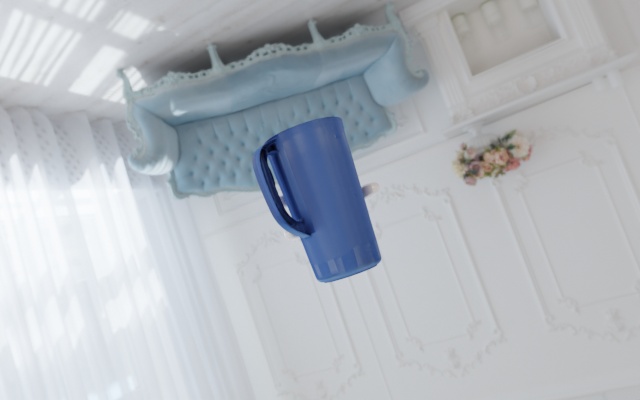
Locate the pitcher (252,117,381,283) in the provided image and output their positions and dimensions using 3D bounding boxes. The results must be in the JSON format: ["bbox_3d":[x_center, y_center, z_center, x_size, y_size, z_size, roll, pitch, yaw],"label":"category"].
[{"bbox_3d":[0.000,0.002,0.749,0.149,0.243,0.145,-19,-5,3],"label":"pitcher"}]
